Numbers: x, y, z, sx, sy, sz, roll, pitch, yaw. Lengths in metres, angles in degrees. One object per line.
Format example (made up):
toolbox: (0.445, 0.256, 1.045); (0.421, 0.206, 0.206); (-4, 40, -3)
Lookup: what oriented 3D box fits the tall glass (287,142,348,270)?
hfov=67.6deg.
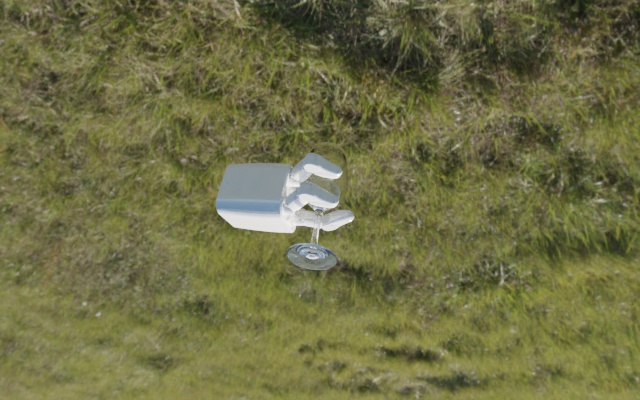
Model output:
tall glass: (0.000, 0.003, 0.748); (0.079, 0.201, 0.079); (6, -35, 5)
